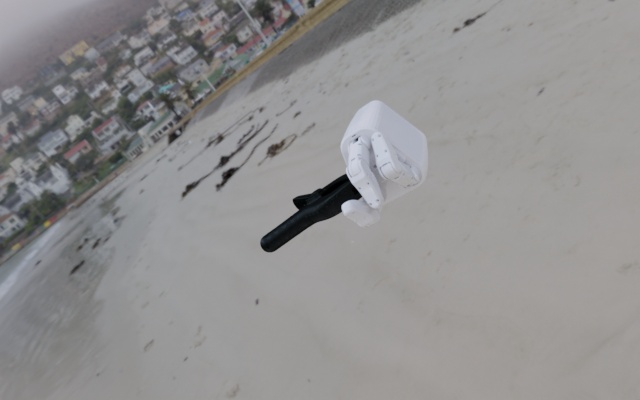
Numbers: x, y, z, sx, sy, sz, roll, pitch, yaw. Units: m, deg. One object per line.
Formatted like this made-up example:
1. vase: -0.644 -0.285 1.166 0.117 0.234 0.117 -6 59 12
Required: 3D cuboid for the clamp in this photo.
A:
1. clamp: 0.000 0.002 0.640 0.171 0.039 0.120 -28 22 28
